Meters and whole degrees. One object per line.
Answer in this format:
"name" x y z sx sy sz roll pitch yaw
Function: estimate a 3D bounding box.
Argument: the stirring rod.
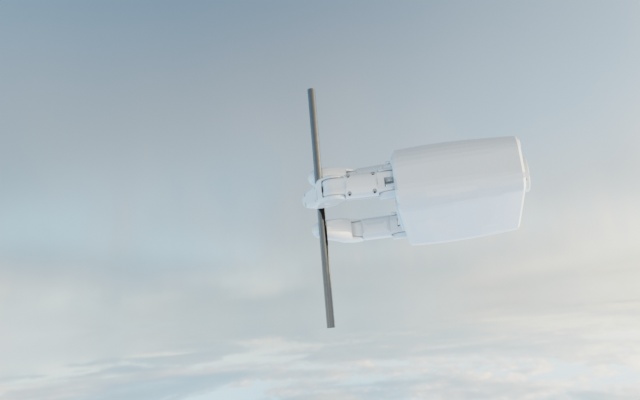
"stirring rod" 0.000 0.001 0.470 0.011 0.239 0.011 -5 -13 -1
